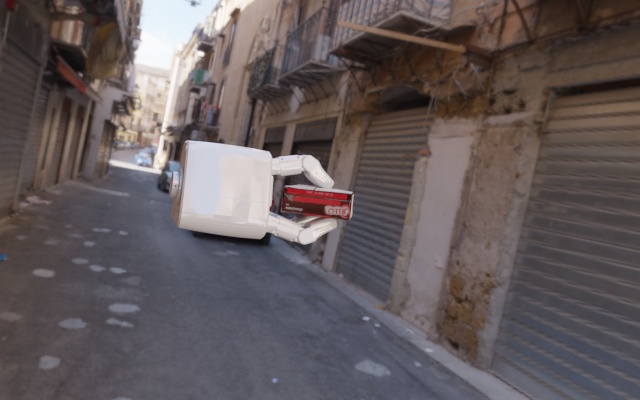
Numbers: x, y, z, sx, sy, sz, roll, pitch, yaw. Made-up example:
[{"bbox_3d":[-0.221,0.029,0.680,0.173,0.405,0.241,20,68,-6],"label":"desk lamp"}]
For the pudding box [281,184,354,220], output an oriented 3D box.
[{"bbox_3d":[0.000,0.002,0.652,0.090,0.039,0.113,8,4,5],"label":"pudding box"}]
